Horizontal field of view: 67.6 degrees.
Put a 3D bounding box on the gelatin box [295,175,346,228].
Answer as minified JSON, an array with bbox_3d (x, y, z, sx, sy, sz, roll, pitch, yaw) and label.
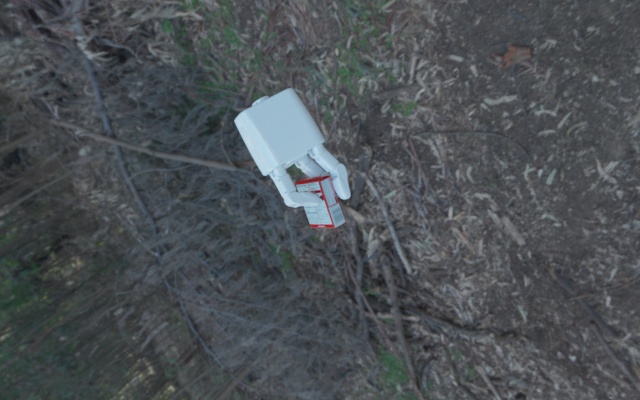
[{"bbox_3d":[0.000,0.003,0.830,0.030,0.089,0.073,-25,12,-34],"label":"gelatin box"}]
